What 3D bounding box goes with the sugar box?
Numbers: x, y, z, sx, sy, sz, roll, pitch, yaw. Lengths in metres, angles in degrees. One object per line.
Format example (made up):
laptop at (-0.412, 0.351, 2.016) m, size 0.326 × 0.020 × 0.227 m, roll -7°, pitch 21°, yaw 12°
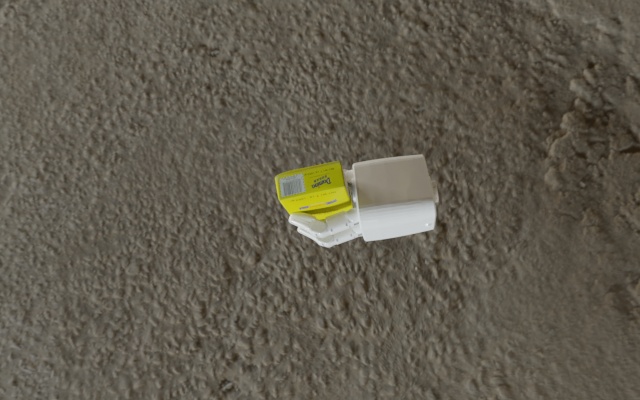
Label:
sugar box at (0.000, 0.003, 0.713) m, size 0.093 × 0.048 × 0.176 m, roll -11°, pitch -23°, yaw 7°
